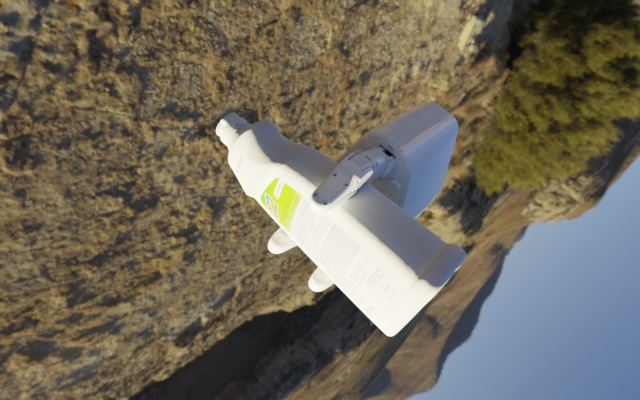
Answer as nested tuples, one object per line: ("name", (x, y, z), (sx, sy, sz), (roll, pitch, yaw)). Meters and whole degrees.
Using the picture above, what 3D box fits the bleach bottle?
("bleach bottle", (0.000, 0.002, 0.431), (0.068, 0.250, 0.103), (-35, -20, -40))
